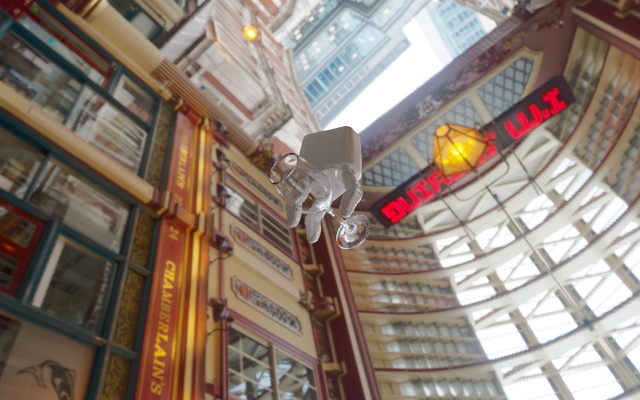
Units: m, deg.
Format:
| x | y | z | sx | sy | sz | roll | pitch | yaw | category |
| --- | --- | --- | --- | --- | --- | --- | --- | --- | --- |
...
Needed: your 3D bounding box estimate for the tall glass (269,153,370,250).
| x | y | z | sx | sy | sz | roll | pitch | yaw | category |
| --- | --- | --- | --- | --- | --- | --- | --- | --- | --- |
| 0.001 | 0.003 | 0.820 | 0.079 | 0.079 | 0.201 | 0 | -33 | 46 | tall glass |
